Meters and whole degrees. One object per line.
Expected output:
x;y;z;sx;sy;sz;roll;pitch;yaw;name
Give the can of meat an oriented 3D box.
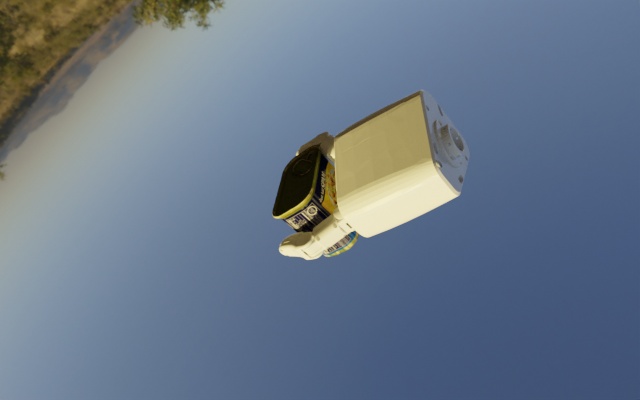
0.000;0.002;0.541;0.057;0.102;0.084;-30;-58;30;can of meat
